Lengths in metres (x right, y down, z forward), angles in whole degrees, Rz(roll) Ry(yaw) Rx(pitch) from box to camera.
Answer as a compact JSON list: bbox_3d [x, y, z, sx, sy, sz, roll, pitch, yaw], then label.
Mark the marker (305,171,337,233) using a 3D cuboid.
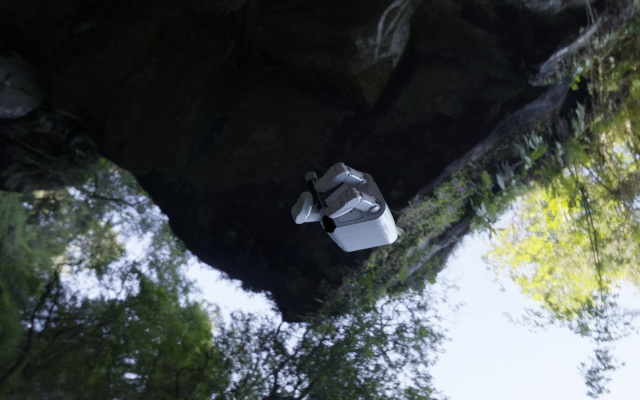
[{"bbox_3d":[0.000,0.002,0.770,0.020,0.121,0.020,-14,-37,-11],"label":"marker"}]
